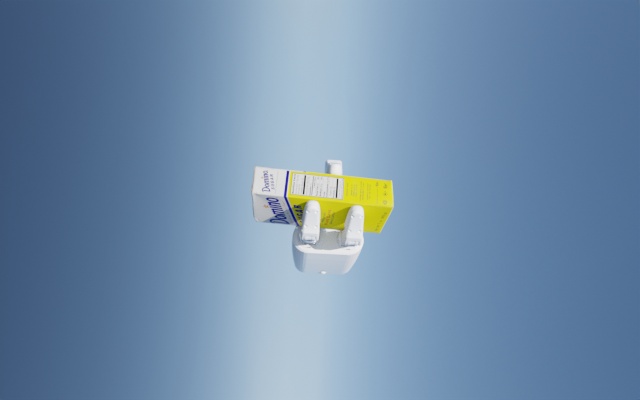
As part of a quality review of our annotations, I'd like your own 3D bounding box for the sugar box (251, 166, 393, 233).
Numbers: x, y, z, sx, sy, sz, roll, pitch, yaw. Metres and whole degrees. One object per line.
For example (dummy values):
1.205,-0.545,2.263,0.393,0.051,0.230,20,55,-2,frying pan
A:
0.000,0.003,0.627,0.176,0.048,0.093,3,-26,-3,sugar box
